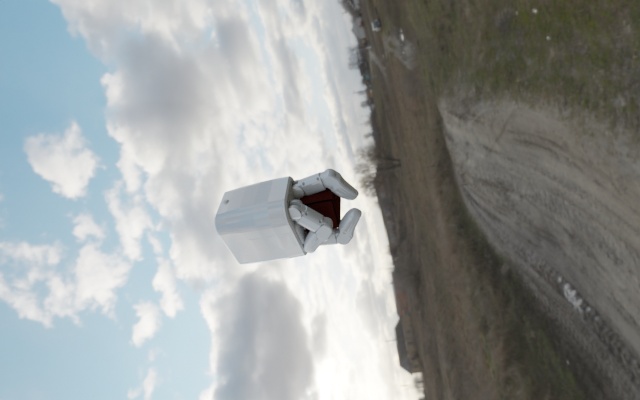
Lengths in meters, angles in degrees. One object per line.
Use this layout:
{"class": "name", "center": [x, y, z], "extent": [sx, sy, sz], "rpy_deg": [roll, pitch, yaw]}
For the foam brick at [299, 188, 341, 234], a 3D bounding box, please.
{"class": "foam brick", "center": [0.000, 0.002, 0.712], "extent": [0.051, 0.053, 0.078], "rpy_deg": [-11, 31, 10]}
